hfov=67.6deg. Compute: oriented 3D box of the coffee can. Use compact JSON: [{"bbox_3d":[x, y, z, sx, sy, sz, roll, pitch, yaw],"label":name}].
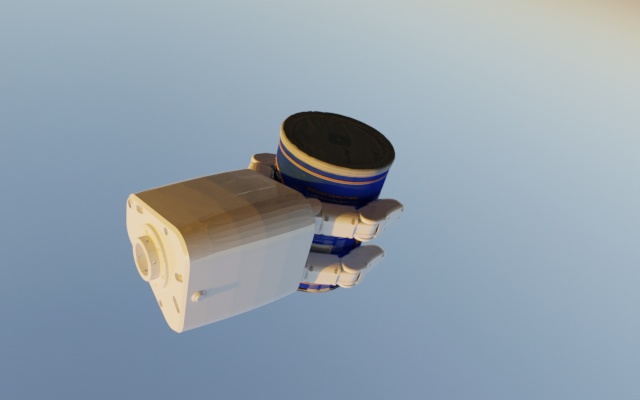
[{"bbox_3d":[0.000,0.001,0.453,0.103,0.140,0.102,11,34,-8],"label":"coffee can"}]
